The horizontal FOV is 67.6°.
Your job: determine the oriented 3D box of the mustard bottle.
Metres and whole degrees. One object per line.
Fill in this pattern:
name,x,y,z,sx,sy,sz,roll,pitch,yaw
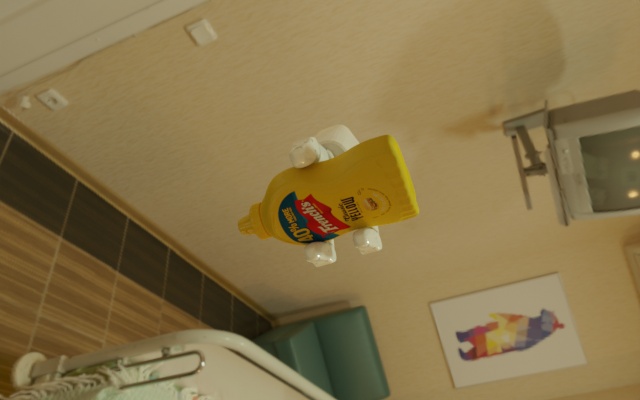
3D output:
mustard bottle,0.000,0.002,0.507,0.191,0.058,0.096,-17,-48,15
